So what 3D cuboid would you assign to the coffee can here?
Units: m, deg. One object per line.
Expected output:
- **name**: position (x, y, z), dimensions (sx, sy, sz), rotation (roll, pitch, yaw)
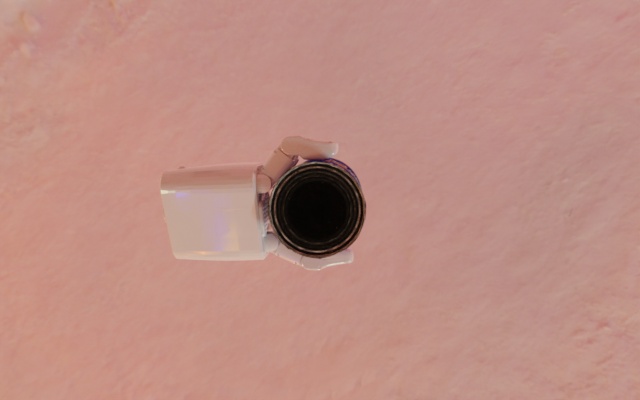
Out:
- **coffee can**: position (0.000, 0.002, 0.562), dimensions (0.103, 0.103, 0.140), rotation (0, 7, 3)
